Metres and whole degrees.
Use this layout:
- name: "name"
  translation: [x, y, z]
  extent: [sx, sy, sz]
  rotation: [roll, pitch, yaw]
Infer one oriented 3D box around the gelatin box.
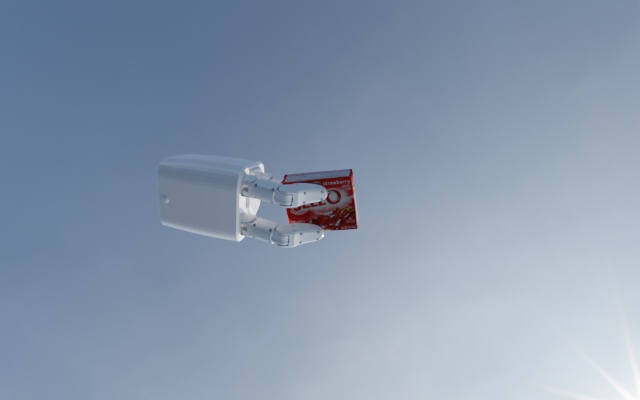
- name: "gelatin box"
  translation: [0.000, 0.002, 0.601]
  extent: [0.089, 0.073, 0.030]
  rotation: [-5, 24, 8]
